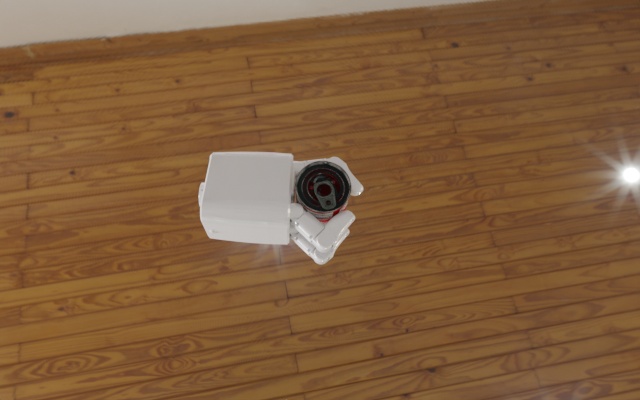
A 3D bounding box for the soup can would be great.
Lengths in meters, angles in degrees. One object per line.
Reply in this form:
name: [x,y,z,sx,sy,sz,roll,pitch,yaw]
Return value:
soup can: [0.001,0.002,0.617,0.068,0.068,0.102,0,-23,-4]
